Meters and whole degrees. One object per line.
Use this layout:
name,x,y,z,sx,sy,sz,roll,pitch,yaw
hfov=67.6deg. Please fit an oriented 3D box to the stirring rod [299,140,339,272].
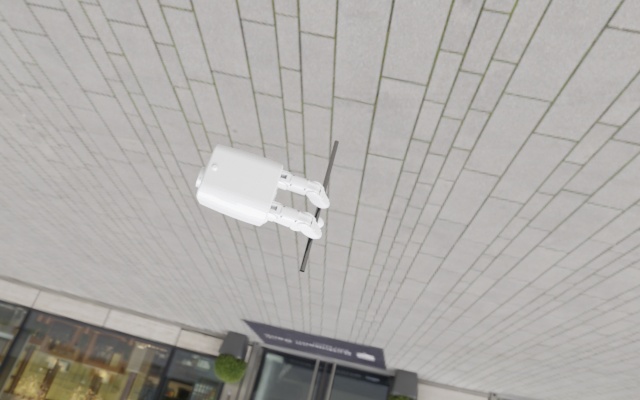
stirring rod,0.000,0.002,0.774,0.011,0.239,0.011,12,-26,6
